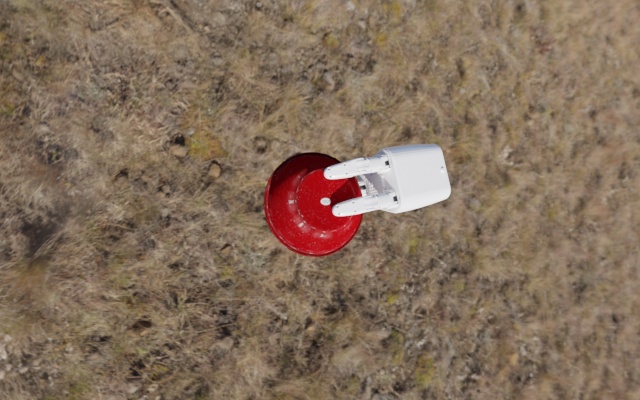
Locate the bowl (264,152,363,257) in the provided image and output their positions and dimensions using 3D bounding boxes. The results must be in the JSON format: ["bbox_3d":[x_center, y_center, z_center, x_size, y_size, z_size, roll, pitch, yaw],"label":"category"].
[{"bbox_3d":[-0.001,0.003,0.706,0.162,0.162,0.055,0,-7,-19],"label":"bowl"}]
